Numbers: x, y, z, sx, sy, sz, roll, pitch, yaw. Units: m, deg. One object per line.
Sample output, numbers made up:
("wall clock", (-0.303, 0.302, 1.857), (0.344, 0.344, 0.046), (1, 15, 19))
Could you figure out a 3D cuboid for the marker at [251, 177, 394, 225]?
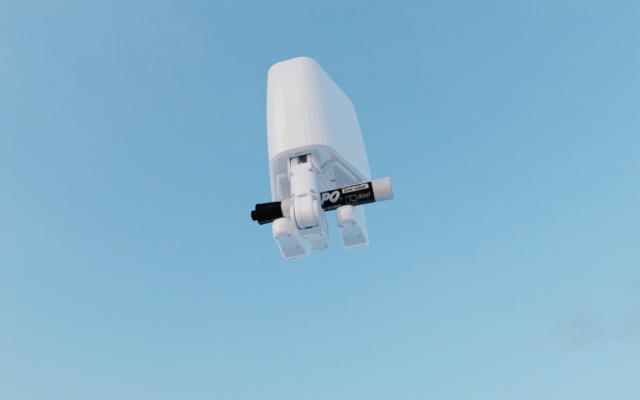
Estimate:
("marker", (0.000, 0.001, 0.401), (0.121, 0.020, 0.020), (-11, -2, 8))
